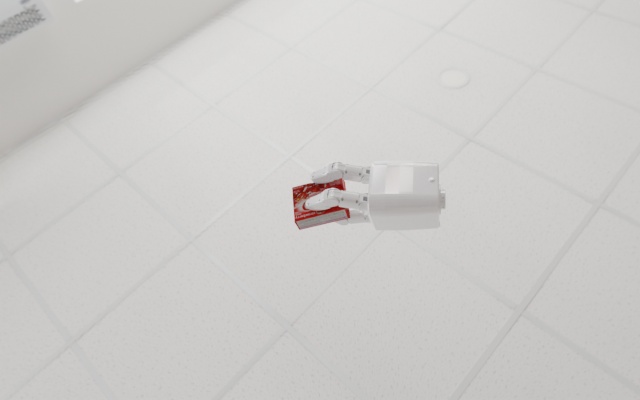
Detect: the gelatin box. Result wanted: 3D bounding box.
[{"bbox_3d":[0.000,0.003,0.782,0.089,0.073,0.030,-14,-40,9],"label":"gelatin box"}]
